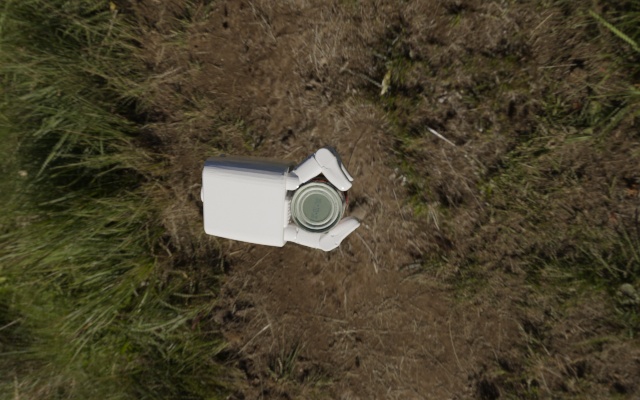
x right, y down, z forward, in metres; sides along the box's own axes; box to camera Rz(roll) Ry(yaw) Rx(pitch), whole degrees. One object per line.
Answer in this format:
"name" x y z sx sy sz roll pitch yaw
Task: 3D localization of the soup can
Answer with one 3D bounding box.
"soup can" 0.001 0.002 0.630 0.068 0.068 0.102 0 8 6
